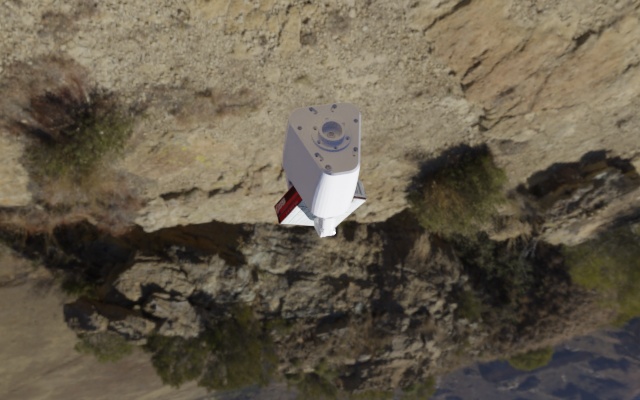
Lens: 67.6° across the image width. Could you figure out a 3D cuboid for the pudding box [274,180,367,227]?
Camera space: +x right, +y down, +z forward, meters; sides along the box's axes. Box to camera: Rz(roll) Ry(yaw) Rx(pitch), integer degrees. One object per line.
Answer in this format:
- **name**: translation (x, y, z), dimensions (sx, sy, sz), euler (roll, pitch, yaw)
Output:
- **pudding box**: translation (0.000, 0.002, 0.722), dimensions (0.113, 0.039, 0.090), euler (7, -36, -36)
